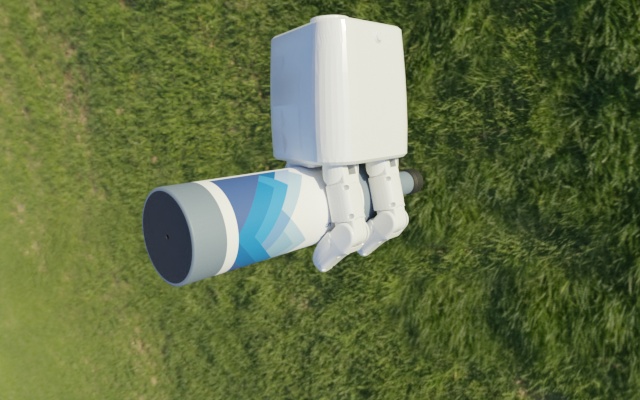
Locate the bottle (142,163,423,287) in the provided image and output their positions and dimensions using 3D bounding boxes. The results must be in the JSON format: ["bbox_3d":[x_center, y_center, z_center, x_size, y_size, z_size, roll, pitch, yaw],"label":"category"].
[{"bbox_3d":[0.000,0.001,0.416,0.069,0.069,0.295,0,9,44],"label":"bottle"}]
